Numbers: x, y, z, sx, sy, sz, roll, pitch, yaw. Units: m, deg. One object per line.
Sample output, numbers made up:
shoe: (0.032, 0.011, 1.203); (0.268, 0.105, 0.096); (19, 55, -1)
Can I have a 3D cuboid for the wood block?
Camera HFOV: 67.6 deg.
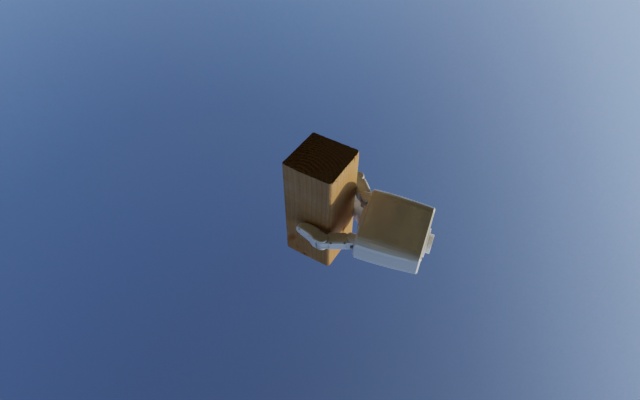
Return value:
wood block: (0.000, 0.003, 0.804); (0.090, 0.206, 0.090); (25, 51, 21)
